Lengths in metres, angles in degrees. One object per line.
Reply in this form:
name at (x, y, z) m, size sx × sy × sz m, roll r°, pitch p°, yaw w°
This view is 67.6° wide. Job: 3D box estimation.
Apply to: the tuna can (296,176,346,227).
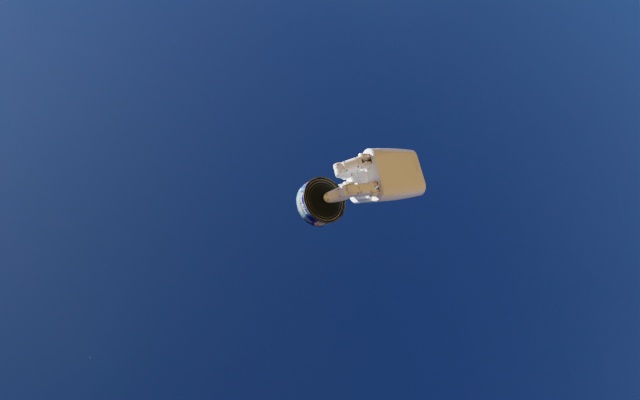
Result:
tuna can at (0.000, 0.003, 0.852) m, size 0.086 × 0.086 × 0.034 m, roll 0°, pitch -17°, yaw -32°
